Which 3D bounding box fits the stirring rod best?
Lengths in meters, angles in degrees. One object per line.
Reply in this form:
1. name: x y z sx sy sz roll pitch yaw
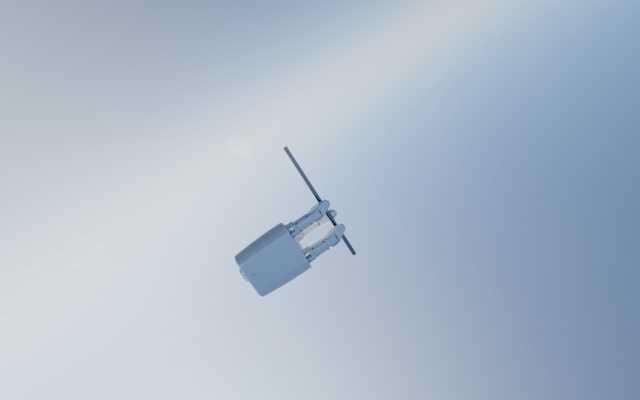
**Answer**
1. stirring rod: 0.000 0.003 0.884 0.011 0.239 0.011 -32 11 7
